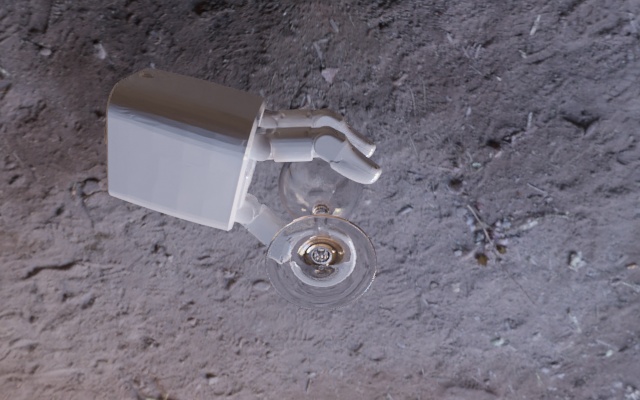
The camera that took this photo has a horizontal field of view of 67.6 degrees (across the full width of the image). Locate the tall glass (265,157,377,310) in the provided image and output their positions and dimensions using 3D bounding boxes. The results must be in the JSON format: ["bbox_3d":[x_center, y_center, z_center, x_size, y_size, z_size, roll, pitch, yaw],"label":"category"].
[{"bbox_3d":[0.000,0.002,0.406,0.079,0.079,0.201,0,25,0],"label":"tall glass"}]
